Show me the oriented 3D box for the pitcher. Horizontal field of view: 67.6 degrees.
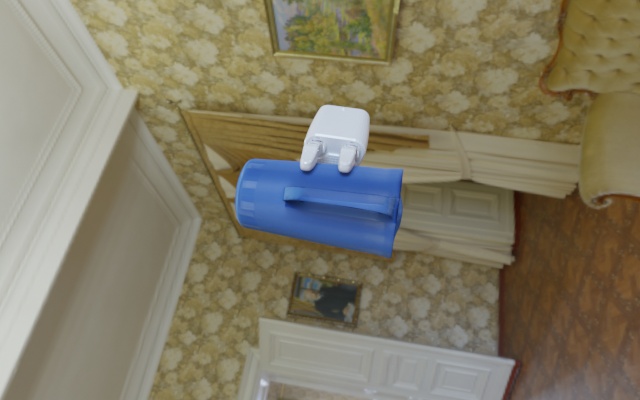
[{"bbox_3d":[0.000,0.002,0.711,0.243,0.149,0.145,8,41,8],"label":"pitcher"}]
